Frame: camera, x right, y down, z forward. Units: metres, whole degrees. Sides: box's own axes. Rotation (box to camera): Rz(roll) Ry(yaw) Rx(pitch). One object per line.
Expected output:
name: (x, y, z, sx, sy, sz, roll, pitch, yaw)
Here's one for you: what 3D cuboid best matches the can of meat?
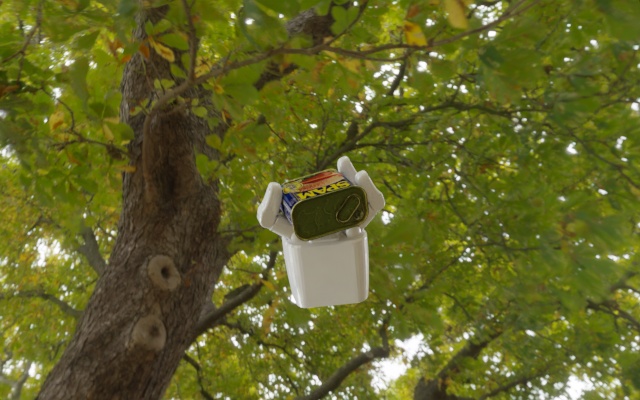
can of meat: (0.000, 0.002, 0.631, 0.102, 0.057, 0.084, -16, 26, -14)
